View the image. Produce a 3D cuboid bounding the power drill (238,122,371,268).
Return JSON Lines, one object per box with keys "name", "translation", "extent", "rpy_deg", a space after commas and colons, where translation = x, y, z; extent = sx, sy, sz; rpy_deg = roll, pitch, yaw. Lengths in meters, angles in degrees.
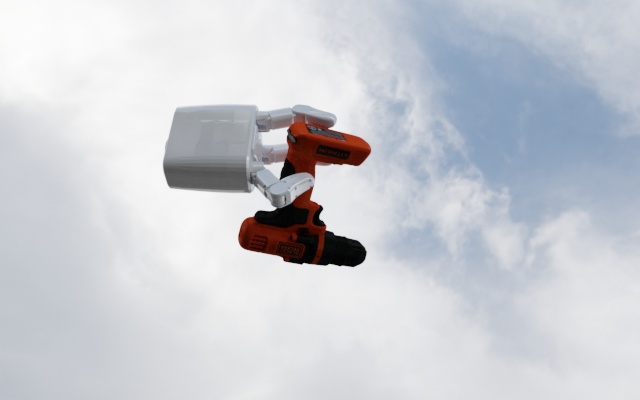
{"name": "power drill", "translation": [0.000, 0.002, 0.630], "extent": [0.184, 0.188, 0.057], "rpy_deg": [12, 22, -20]}
